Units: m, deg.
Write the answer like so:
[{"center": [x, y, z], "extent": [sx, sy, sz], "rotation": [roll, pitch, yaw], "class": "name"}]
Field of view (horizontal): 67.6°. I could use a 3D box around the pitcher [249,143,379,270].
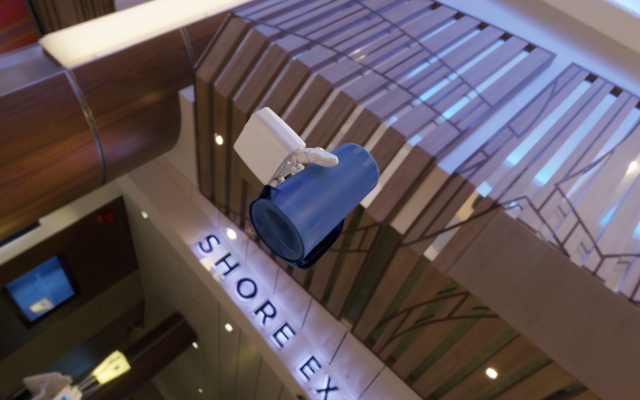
[{"center": [0.000, 0.003, 0.882], "extent": [0.242, 0.145, 0.149], "rotation": [-38, -11, -33], "class": "pitcher"}]
